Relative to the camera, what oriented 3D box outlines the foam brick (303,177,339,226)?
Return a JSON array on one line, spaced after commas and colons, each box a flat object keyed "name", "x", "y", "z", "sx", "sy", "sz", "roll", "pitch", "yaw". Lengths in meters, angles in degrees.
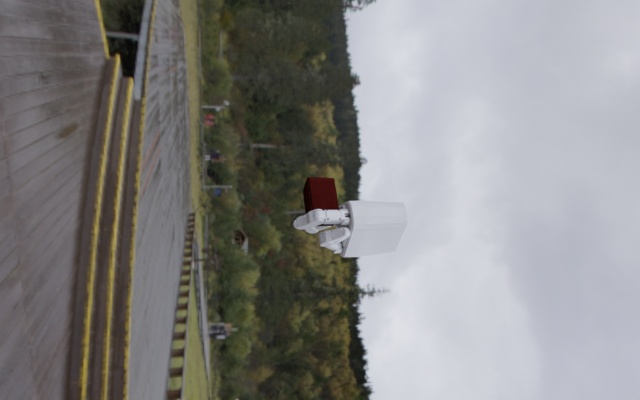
[{"name": "foam brick", "x": 0.000, "y": 0.003, "z": 0.877, "sx": 0.051, "sy": 0.078, "sz": 0.053, "roll": -2, "pitch": -25, "yaw": -13}]
